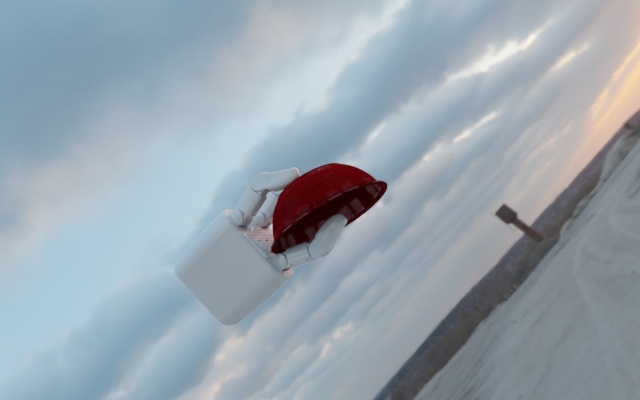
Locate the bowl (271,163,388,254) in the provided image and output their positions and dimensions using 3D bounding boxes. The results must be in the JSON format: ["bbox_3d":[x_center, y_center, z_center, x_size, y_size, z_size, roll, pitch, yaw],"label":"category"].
[{"bbox_3d":[0.001,0.001,0.588,0.162,0.055,0.162,-28,-16,-9],"label":"bowl"}]
